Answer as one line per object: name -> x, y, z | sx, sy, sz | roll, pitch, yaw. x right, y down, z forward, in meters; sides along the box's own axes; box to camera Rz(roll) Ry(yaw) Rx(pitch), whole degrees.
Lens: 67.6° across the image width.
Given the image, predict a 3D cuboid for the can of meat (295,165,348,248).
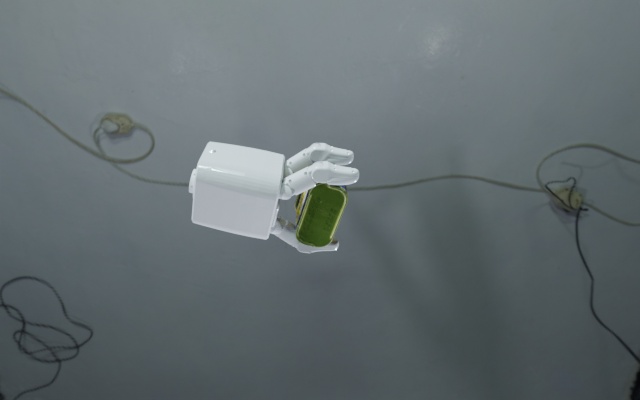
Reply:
can of meat -> 0.000, 0.002, 0.654 | 0.057, 0.102, 0.084 | 15, 27, -9
